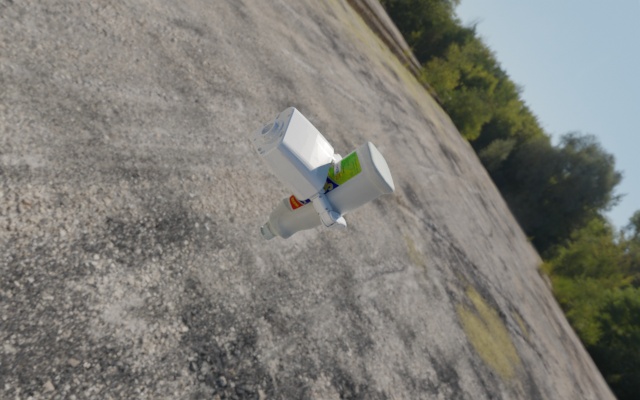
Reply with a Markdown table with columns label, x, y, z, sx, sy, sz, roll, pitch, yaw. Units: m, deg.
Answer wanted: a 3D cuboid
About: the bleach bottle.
| label | x | y | z | sx | sy | sz | roll | pitch | yaw |
| --- | --- | --- | --- | --- | --- | --- | --- | --- | --- |
| bleach bottle | 0.000 | 0.003 | 0.823 | 0.251 | 0.102 | 0.068 | -32 | -56 | 19 |
